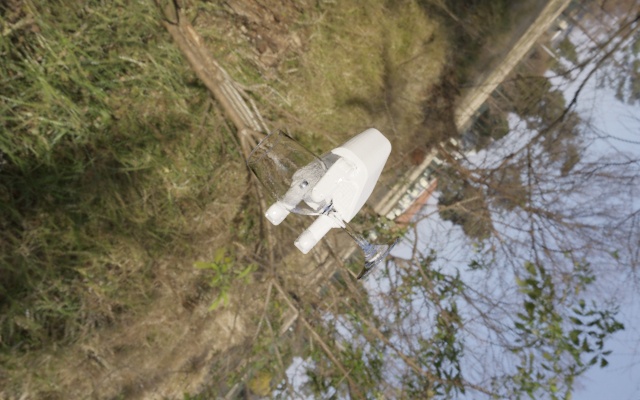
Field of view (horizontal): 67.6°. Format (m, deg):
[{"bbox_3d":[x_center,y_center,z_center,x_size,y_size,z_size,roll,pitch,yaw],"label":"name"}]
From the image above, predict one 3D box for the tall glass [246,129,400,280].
[{"bbox_3d":[0.001,0.002,0.593,0.201,0.079,0.079,44,3,3],"label":"tall glass"}]
